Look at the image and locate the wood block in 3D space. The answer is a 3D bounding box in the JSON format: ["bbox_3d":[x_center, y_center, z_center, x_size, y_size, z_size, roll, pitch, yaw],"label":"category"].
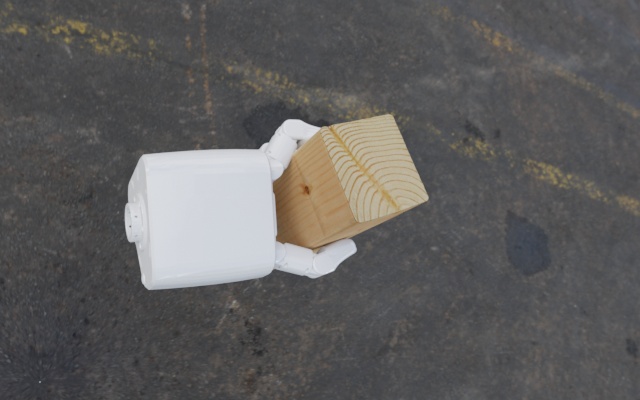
[{"bbox_3d":[0.000,0.002,0.504,0.090,0.091,0.206,-16,-9,-34],"label":"wood block"}]
